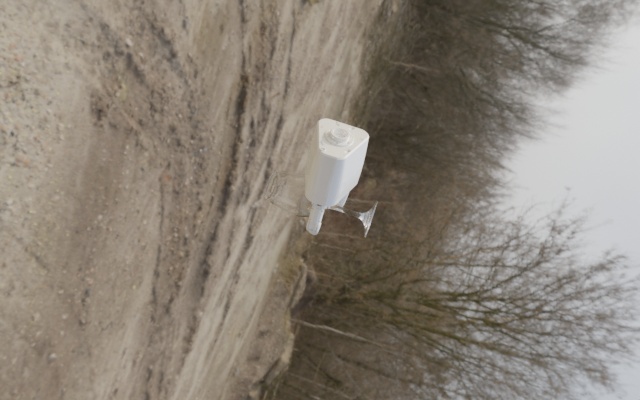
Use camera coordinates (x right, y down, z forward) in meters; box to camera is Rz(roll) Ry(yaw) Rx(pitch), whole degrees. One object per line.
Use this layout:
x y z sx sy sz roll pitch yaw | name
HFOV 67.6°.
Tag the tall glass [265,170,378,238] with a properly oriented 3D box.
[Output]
0.001 0.003 0.891 0.201 0.079 0.079 19 2 5 | tall glass
